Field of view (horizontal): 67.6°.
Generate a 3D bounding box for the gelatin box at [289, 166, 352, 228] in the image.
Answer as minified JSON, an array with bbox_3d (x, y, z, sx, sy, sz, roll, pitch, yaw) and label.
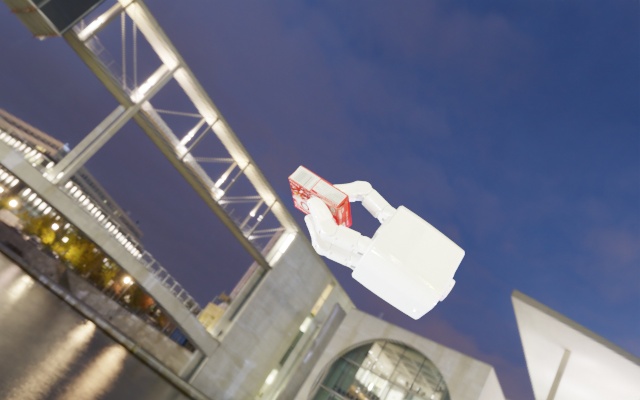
[{"bbox_3d":[0.000,0.002,0.666,0.089,0.030,0.073,33,-24,24],"label":"gelatin box"}]
